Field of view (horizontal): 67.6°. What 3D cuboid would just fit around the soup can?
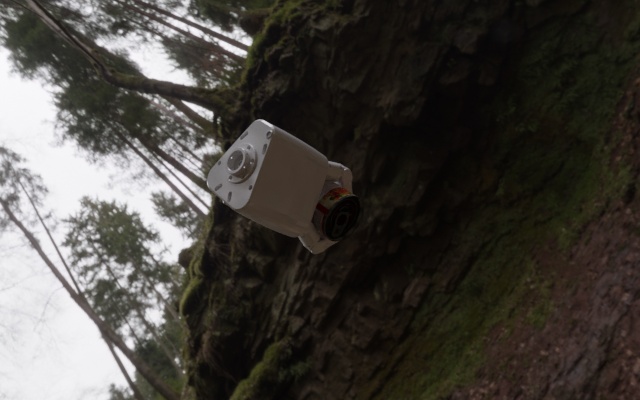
[{"bbox_3d":[0.000,0.002,0.653,0.068,0.068,0.102,0,26,-44],"label":"soup can"}]
